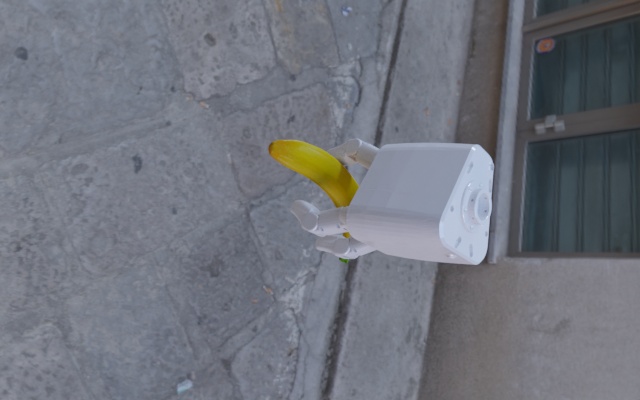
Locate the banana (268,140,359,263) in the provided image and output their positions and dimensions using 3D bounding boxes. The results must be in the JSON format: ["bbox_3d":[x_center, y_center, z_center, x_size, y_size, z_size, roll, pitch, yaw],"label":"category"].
[{"bbox_3d":[0.013,-0.009,0.564,0.037,0.198,0.069,14,55,49],"label":"banana"}]
